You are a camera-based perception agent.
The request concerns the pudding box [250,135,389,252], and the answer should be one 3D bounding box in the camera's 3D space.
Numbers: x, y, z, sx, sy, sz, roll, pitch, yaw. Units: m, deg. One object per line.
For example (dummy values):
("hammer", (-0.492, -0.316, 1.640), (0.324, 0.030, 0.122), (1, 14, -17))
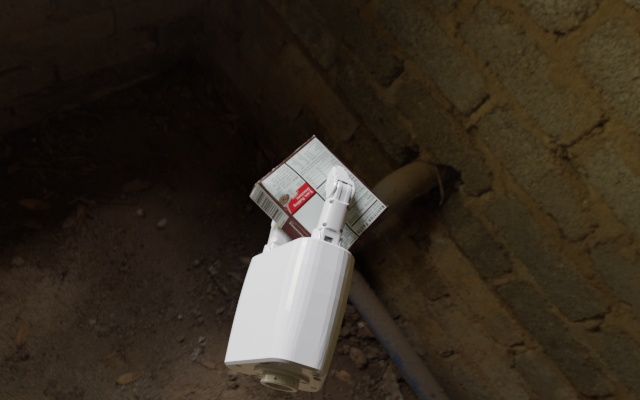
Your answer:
("pudding box", (0.000, 0.002, 0.487), (0.090, 0.113, 0.039), (-43, -2, -31))
